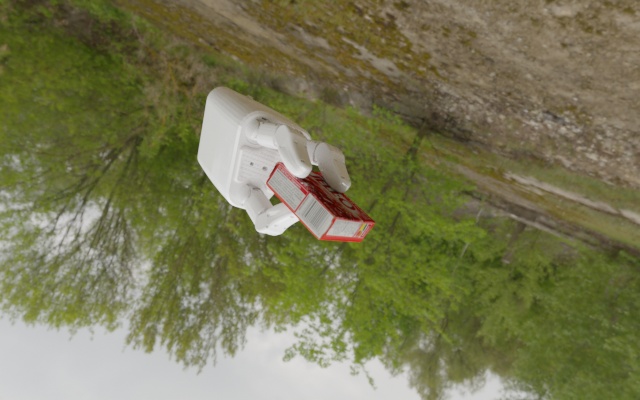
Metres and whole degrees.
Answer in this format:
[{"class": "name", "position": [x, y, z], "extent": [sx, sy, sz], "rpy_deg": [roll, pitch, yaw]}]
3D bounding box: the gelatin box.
[{"class": "gelatin box", "position": [0.000, 0.002, 0.464], "extent": [0.089, 0.030, 0.073], "rpy_deg": [44, 19, 31]}]
